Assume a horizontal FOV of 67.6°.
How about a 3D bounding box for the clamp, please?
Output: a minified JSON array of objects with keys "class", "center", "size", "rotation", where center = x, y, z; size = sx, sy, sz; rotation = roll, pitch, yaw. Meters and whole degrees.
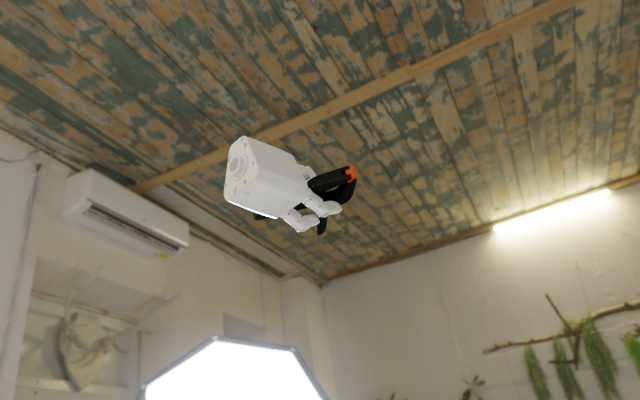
[{"class":"clamp","center":[0.000,0.002,0.887],"size":[0.164,0.036,0.210],"rotation":[21,-43,-41]}]
